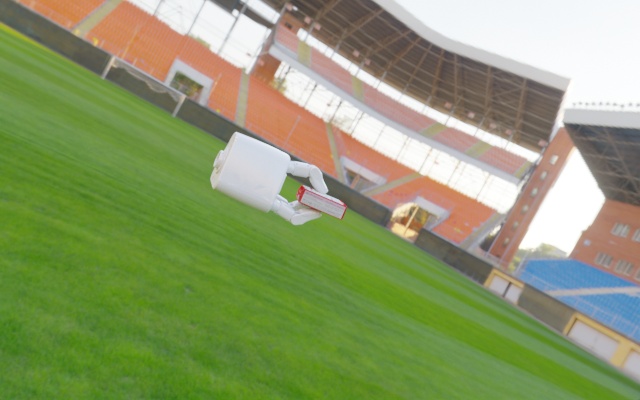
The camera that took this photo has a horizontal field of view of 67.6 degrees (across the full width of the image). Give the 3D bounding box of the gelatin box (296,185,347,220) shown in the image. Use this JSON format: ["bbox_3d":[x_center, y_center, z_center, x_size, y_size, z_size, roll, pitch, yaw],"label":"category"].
[{"bbox_3d":[0.001,0.003,0.891,0.089,0.030,0.073,22,5,-8],"label":"gelatin box"}]
